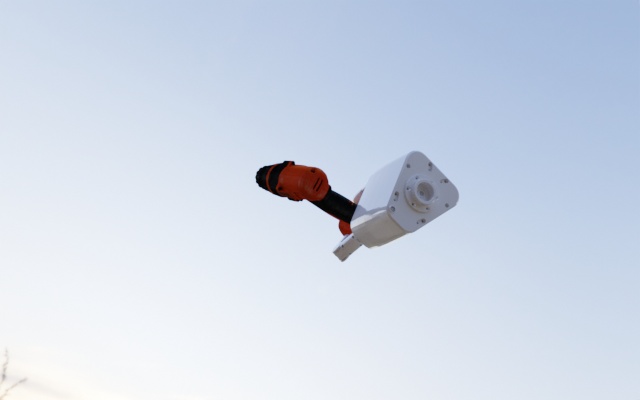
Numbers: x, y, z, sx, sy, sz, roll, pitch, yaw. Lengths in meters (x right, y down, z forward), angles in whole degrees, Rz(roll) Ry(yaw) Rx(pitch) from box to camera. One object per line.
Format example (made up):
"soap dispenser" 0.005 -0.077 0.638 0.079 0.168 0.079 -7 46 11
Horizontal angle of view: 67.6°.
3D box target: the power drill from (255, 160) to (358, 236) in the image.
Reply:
"power drill" 0.001 0.003 0.739 0.188 0.057 0.184 30 -8 -29
